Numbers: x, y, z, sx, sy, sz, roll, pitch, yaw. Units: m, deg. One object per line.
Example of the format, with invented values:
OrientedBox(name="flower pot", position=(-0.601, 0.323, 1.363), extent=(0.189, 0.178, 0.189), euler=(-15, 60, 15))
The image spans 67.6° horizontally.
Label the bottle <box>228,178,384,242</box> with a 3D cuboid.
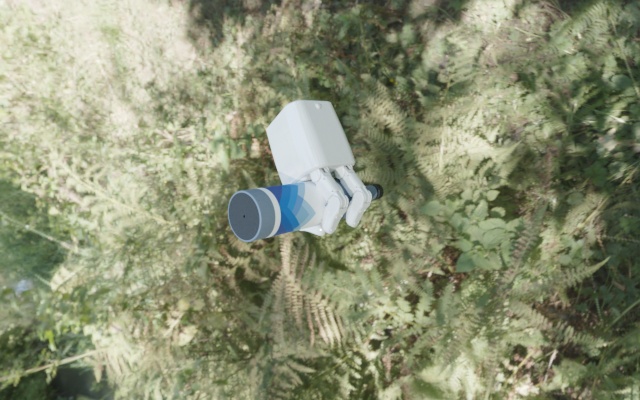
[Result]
OrientedBox(name="bottle", position=(0.000, 0.002, 0.716), extent=(0.069, 0.069, 0.295), euler=(0, 7, 42))
